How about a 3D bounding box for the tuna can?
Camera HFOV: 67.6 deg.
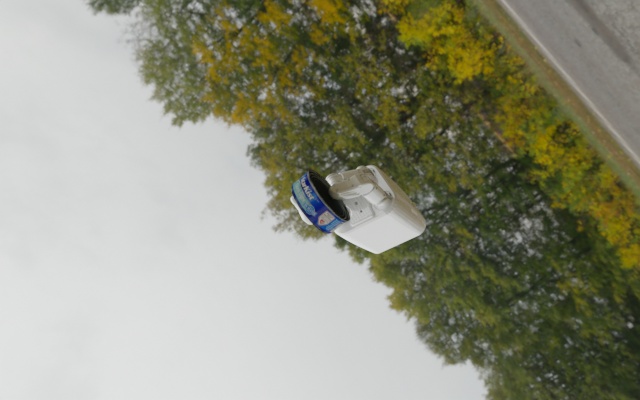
[{"bbox_3d":[0.000,0.002,0.640,0.034,0.086,0.086,-38,-12,15],"label":"tuna can"}]
